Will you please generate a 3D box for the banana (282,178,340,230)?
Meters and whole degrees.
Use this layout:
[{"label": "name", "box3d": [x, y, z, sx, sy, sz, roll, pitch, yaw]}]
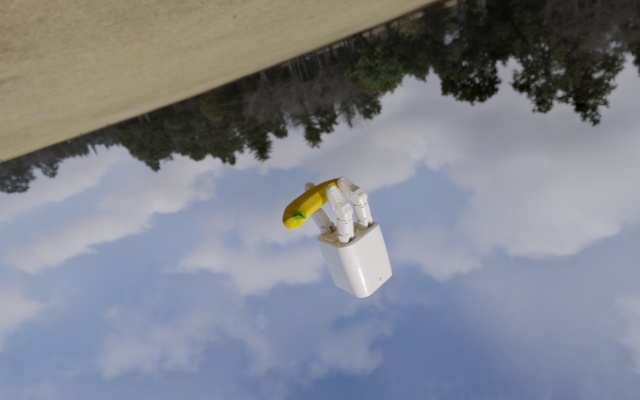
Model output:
[{"label": "banana", "box3d": [-0.018, 0.008, 0.802, 0.069, 0.037, 0.197, -14, 14, 24]}]
